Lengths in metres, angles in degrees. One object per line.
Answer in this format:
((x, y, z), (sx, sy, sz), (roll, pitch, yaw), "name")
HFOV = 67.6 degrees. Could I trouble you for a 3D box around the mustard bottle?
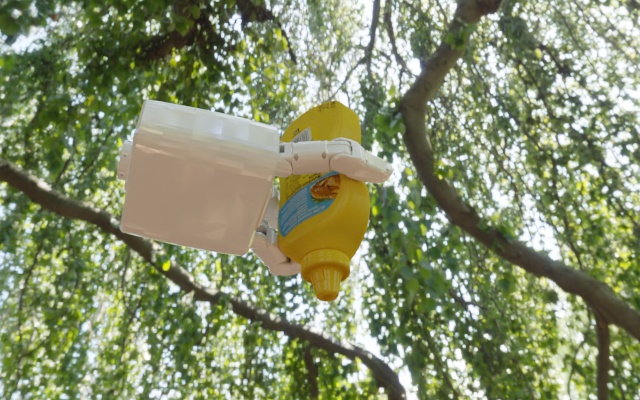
((0.000, 0.001, 0.436), (0.096, 0.191, 0.058), (-33, -47, 32), "mustard bottle")
